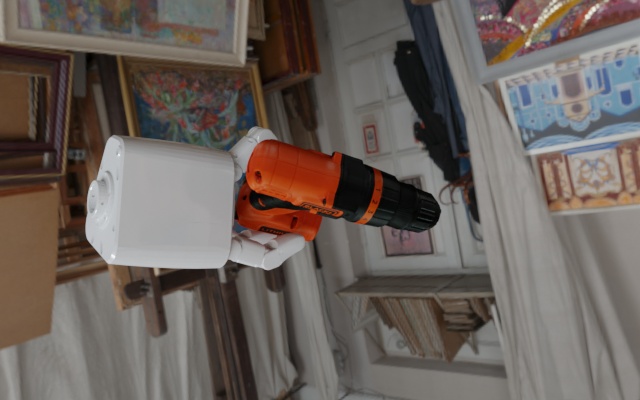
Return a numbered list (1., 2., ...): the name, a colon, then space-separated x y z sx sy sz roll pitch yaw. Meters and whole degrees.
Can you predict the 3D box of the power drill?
1. power drill: 0.000 0.002 0.481 0.184 0.057 0.188 18 -17 -19
